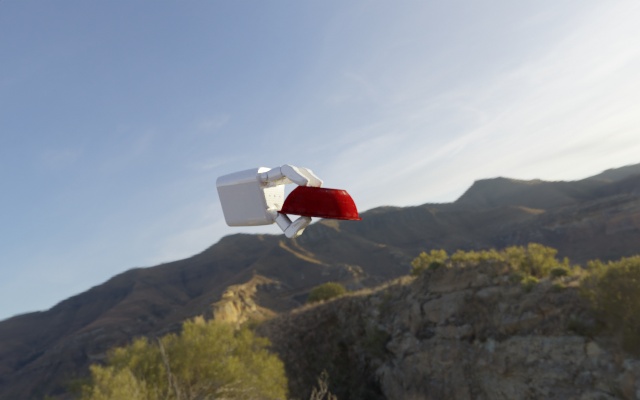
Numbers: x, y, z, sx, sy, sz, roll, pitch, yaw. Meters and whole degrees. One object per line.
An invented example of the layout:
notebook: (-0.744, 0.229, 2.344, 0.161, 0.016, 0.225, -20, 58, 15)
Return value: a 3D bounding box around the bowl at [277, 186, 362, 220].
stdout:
bowl: (0.001, 0.003, 0.899, 0.162, 0.055, 0.162, 6, 1, 0)
